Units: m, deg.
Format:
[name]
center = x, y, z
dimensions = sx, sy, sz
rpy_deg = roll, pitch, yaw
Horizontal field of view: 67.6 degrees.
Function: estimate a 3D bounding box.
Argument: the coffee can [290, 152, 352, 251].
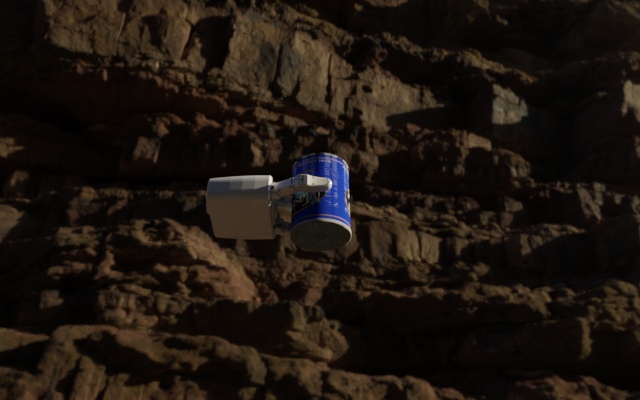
[coffee can]
center = 0.000, 0.003, 0.832
dimensions = 0.103, 0.140, 0.103
rpy_deg = 0, -33, 0
